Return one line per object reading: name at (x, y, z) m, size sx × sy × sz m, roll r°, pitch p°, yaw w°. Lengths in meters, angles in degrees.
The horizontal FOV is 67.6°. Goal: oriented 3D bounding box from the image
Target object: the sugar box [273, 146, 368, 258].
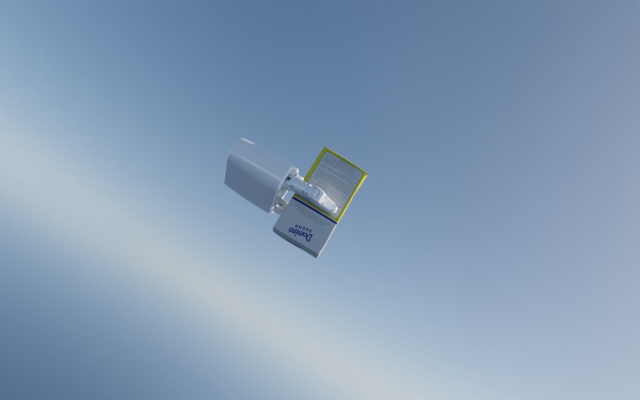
sugar box at (0.000, 0.003, 0.838) m, size 0.093 × 0.176 × 0.048 m, roll 31°, pitch -16°, yaw 3°
